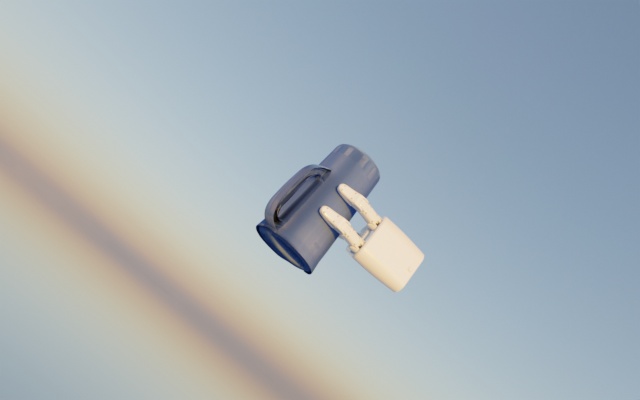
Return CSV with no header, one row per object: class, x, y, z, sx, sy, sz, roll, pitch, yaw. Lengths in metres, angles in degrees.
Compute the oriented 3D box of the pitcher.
pitcher,0.000,0.003,0.893,0.145,0.242,0.149,42,-19,-4
